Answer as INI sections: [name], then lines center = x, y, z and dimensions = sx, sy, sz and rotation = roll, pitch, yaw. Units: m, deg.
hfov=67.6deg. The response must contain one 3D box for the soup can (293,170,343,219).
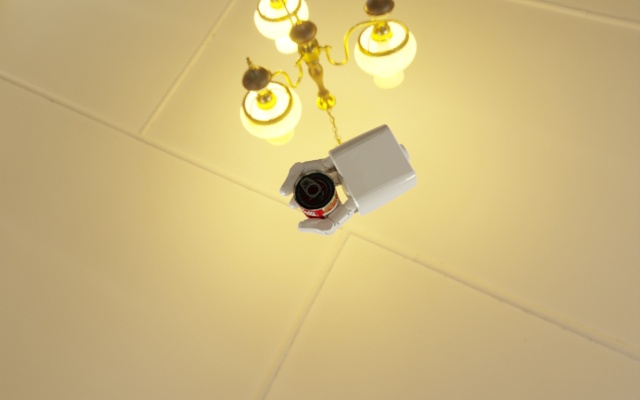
[soup can]
center = 0.000, 0.003, 0.782
dimensions = 0.068, 0.068, 0.102
rotation = 0, -22, 12
